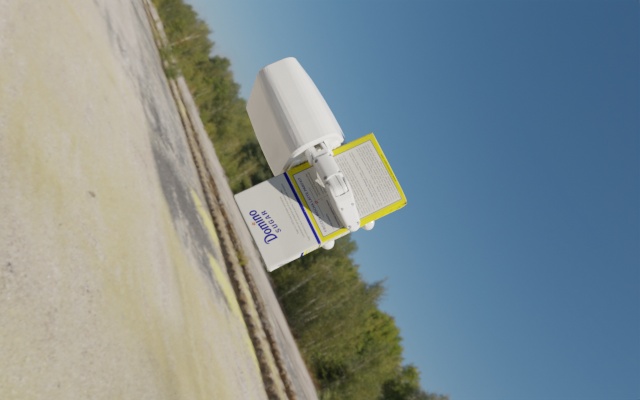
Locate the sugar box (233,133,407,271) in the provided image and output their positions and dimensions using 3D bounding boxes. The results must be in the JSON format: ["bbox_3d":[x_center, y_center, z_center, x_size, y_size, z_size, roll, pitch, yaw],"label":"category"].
[{"bbox_3d":[0.000,0.002,0.548,0.176,0.093,0.048,-25,-10,-7],"label":"sugar box"}]
